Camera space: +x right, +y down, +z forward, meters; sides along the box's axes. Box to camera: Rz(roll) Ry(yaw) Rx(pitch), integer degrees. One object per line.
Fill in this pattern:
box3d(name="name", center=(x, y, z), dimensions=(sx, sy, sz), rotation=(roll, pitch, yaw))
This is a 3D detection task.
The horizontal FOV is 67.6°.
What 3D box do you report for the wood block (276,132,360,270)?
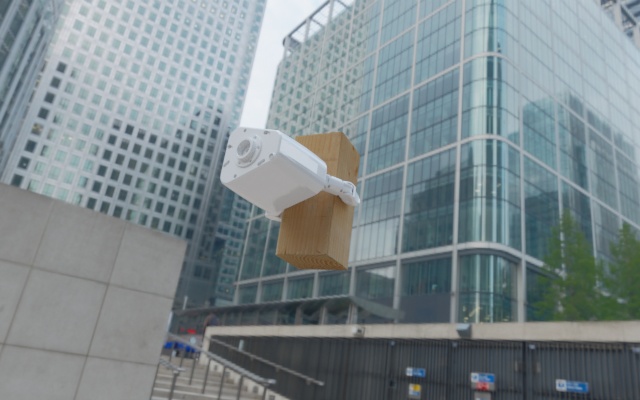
box3d(name="wood block", center=(0.000, 0.002, 0.780), dimensions=(0.091, 0.206, 0.090), rotation=(-2, -23, 24))
